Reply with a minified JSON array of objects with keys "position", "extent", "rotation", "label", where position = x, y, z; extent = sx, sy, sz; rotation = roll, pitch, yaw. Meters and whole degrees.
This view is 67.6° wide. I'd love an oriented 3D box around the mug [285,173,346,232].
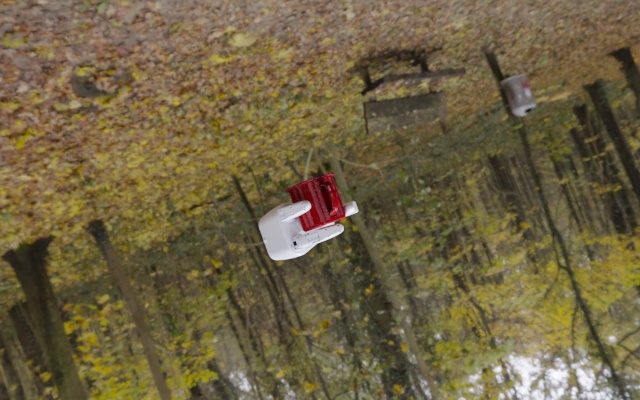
[{"position":[0.001,0.003,0.829],"extent":[0.093,0.081,0.117],"rotation":[-18,-4,-29],"label":"mug"}]
